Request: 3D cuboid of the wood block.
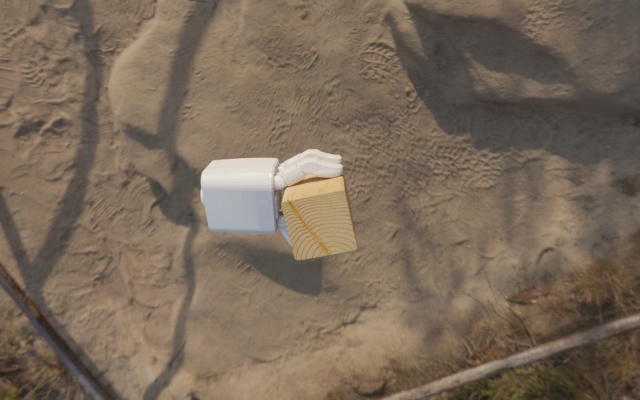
[{"bbox_3d":[0.000,0.003,0.740,0.090,0.091,0.206,-11,18,4],"label":"wood block"}]
